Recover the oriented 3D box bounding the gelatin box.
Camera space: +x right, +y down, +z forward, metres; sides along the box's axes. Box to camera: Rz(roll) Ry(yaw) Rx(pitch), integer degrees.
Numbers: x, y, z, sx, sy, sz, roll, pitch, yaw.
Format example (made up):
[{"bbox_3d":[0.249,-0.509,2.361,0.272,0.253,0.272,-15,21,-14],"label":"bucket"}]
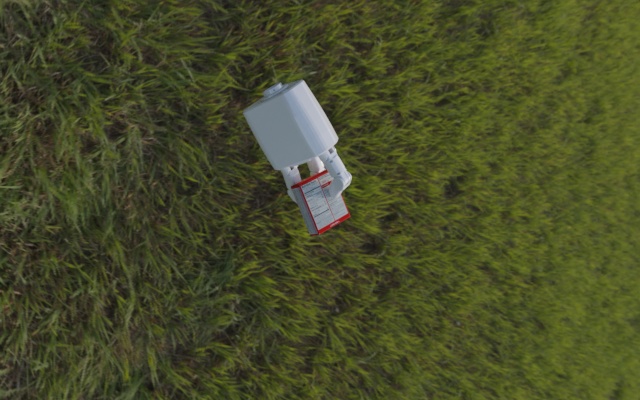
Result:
[{"bbox_3d":[0.001,0.003,0.779,0.073,0.089,0.030,-28,10,-35],"label":"gelatin box"}]
